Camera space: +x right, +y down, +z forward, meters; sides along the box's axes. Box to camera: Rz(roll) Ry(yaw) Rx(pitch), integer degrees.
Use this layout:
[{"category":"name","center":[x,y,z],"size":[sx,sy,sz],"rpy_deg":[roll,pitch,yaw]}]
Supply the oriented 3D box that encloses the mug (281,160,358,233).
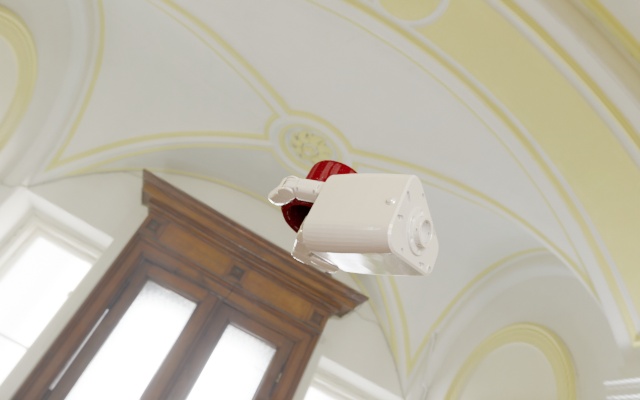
[{"category":"mug","center":[-0.001,0.002,0.630],"size":[0.117,0.081,0.093],"rpy_deg":[2,-40,37]}]
